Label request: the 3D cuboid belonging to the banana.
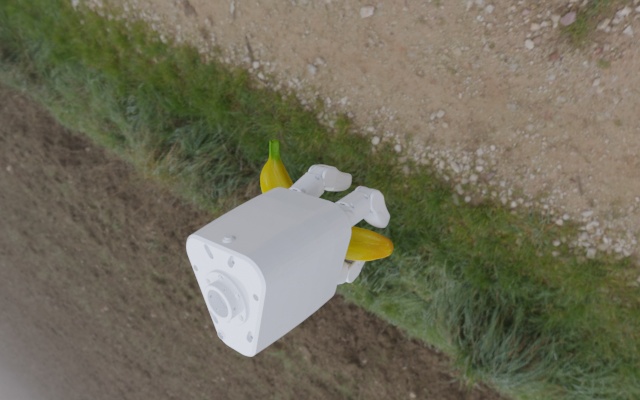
[{"bbox_3d":[-0.009,0.014,0.524,0.197,0.070,0.037,42,36,26],"label":"banana"}]
